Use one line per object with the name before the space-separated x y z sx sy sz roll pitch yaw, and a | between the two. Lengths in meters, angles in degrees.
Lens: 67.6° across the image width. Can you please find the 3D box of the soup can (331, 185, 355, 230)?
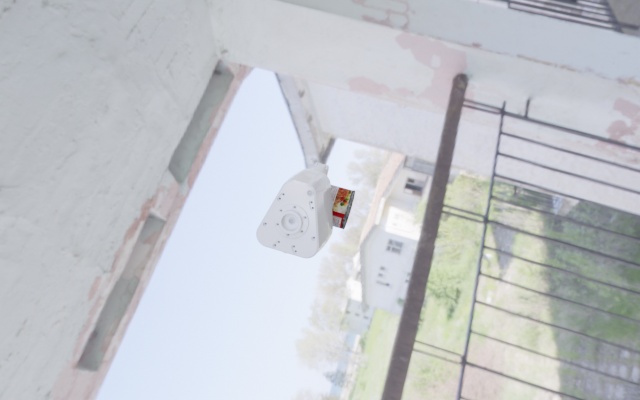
soup can | 0.000 0.002 0.800 0.102 0.068 0.068 16 2 7
